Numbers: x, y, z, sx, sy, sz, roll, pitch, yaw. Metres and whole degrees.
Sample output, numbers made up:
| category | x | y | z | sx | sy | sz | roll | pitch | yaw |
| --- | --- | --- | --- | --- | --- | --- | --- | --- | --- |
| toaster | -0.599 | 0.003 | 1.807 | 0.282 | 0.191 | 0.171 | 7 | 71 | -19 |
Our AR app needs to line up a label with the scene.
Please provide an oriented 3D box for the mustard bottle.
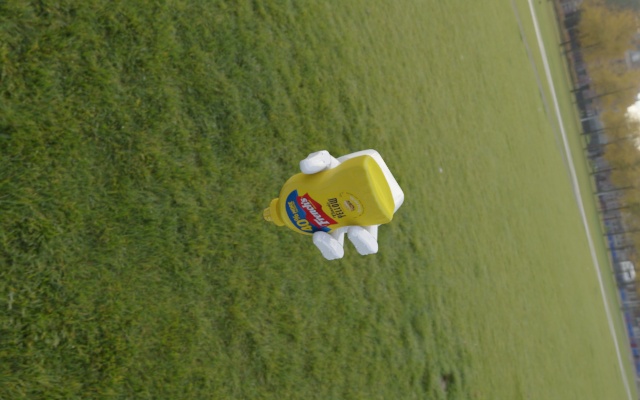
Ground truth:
| category | x | y | z | sx | sy | sz | roll | pitch | yaw |
| --- | --- | --- | --- | --- | --- | --- | --- | --- | --- |
| mustard bottle | 0.000 | 0.002 | 0.669 | 0.191 | 0.096 | 0.058 | -13 | 32 | 30 |
